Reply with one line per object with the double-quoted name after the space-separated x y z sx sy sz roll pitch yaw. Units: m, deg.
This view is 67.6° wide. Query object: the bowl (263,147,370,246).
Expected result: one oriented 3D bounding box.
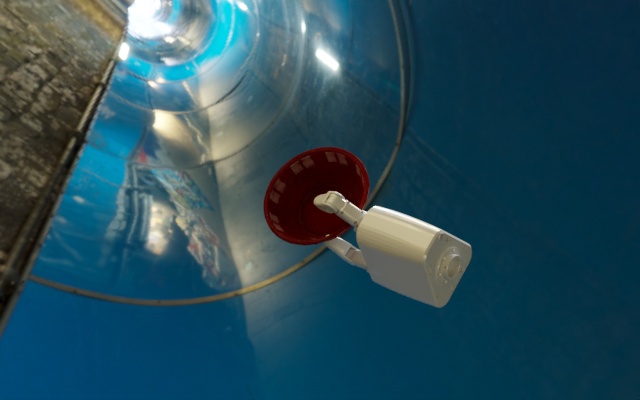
-0.001 0.002 0.701 0.162 0.162 0.055 0 -29 23 "bowl"
